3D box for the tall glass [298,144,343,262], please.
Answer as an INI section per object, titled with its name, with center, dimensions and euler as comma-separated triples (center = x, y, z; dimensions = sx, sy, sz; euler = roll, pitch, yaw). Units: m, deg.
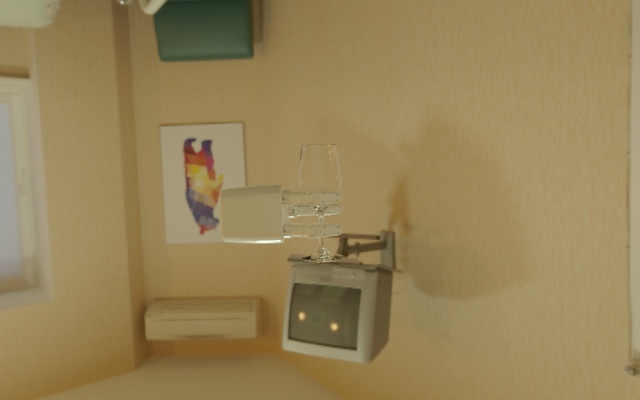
[tall glass]
center = 0.000, 0.003, 0.838
dimensions = 0.079, 0.201, 0.079
euler = -2, 4, 0
